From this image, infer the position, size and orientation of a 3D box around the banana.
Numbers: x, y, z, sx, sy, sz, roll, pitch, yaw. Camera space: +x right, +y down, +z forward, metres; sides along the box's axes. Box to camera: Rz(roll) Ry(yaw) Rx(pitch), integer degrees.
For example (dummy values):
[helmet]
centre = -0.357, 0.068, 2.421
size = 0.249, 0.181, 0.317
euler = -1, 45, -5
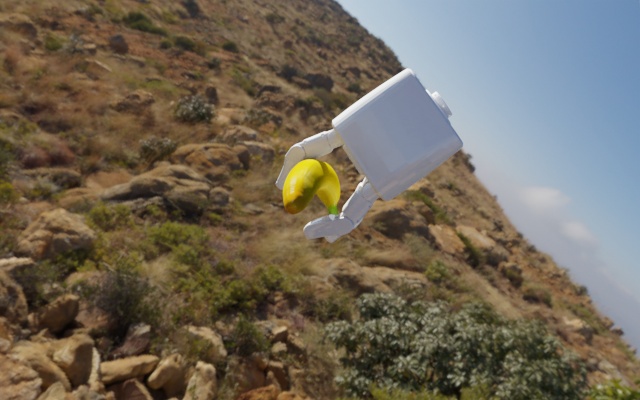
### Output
[banana]
centre = -0.005, -0.016, 0.555
size = 0.037, 0.069, 0.198
euler = -20, -9, 14
